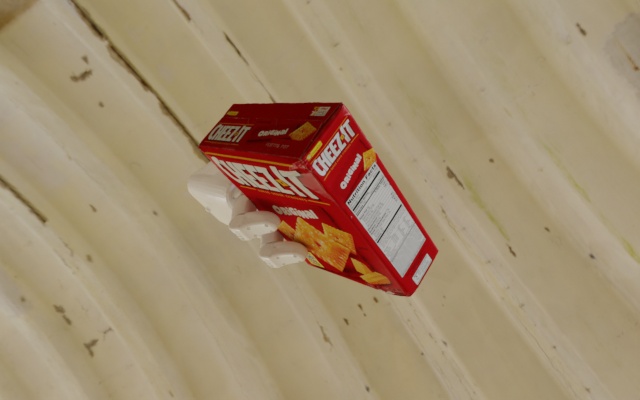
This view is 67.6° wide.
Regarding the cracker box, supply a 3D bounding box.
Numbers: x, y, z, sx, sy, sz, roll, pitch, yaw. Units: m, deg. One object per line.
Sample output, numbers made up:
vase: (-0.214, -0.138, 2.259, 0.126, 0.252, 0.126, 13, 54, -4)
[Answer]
cracker box: (0.000, 0.002, 0.487, 0.164, 0.072, 0.214, 11, -31, 46)
